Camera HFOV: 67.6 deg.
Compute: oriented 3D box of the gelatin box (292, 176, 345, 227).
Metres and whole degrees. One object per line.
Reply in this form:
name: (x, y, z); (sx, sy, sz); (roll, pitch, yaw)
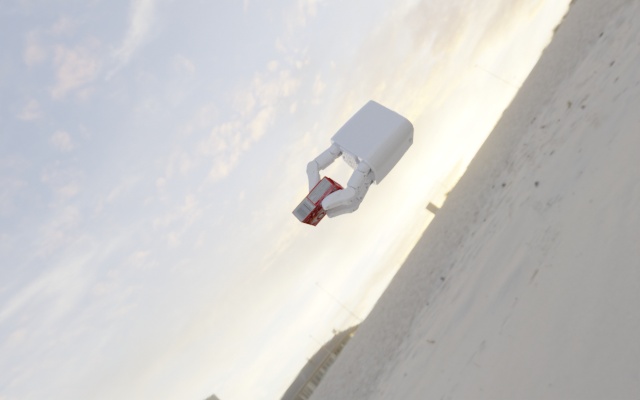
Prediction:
gelatin box: (0.000, 0.003, 0.831); (0.030, 0.089, 0.073); (45, 7, 19)
